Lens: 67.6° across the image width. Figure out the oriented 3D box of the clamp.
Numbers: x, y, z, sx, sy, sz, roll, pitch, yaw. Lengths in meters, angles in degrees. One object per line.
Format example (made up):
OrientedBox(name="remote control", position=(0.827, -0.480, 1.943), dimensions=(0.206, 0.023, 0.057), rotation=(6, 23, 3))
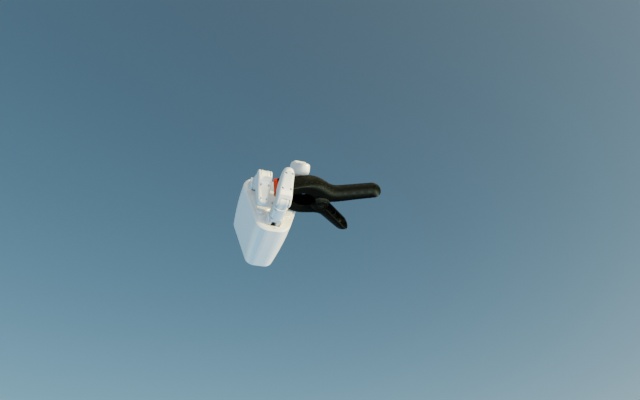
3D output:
OrientedBox(name="clamp", position=(0.000, 0.003, 0.782), dimensions=(0.171, 0.039, 0.120), rotation=(10, -45, -17))
